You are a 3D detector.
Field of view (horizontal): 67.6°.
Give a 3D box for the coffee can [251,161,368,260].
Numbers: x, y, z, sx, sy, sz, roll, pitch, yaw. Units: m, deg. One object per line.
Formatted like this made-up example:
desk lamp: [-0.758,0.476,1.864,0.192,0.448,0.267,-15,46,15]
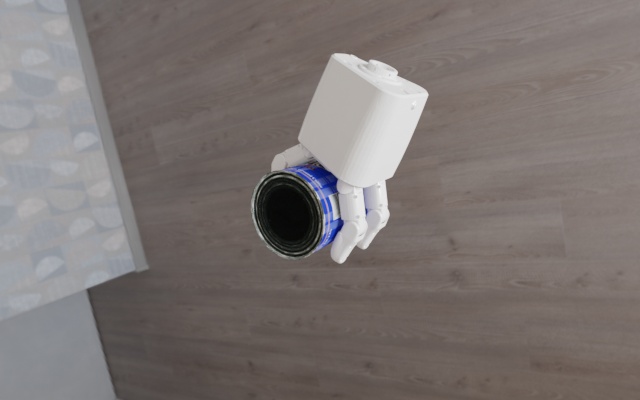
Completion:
coffee can: [0.000,0.002,0.582,0.103,0.103,0.140,0,13,35]
